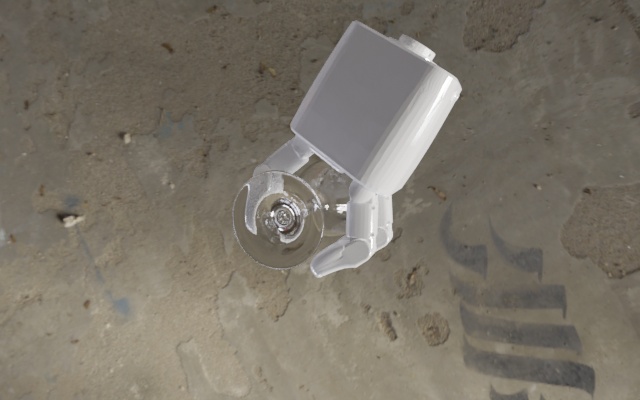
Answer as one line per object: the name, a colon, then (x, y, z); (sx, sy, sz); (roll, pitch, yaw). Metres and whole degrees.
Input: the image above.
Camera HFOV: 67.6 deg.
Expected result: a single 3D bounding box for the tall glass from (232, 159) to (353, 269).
tall glass: (0.000, 0.002, 0.444); (0.079, 0.079, 0.201); (0, 7, 19)
